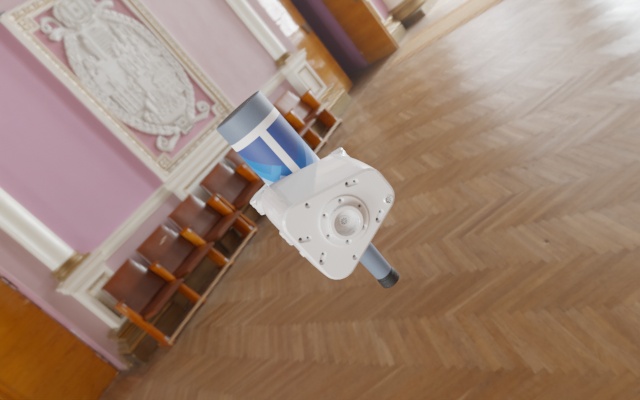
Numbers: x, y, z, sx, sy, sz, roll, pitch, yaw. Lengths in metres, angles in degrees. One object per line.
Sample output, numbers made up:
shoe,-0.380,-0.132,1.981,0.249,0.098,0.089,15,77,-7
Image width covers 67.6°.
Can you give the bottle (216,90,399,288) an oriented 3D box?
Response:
bottle,0.000,0.002,0.583,0.069,0.296,0.069,-37,19,15
